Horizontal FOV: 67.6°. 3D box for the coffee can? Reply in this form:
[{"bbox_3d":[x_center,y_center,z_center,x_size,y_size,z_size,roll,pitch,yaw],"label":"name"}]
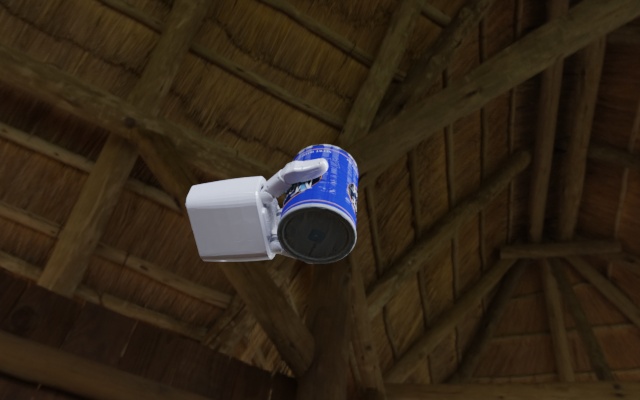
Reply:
[{"bbox_3d":[0.000,0.002,0.664,0.103,0.103,0.140,0,40,6],"label":"coffee can"}]
